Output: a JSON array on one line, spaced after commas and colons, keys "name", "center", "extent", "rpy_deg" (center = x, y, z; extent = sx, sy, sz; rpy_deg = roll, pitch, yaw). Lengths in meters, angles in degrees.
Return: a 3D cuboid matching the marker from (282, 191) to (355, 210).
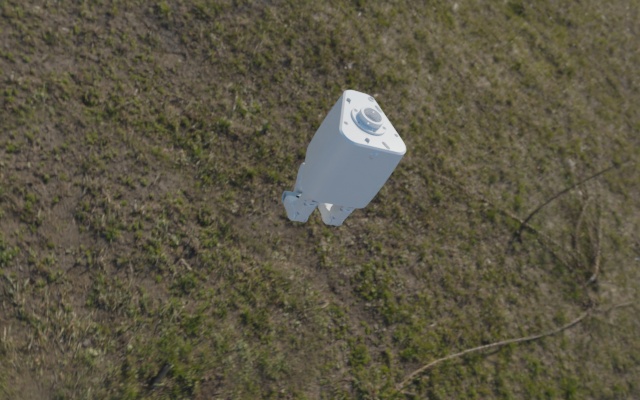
[{"name": "marker", "center": [0.000, 0.002, 0.725], "extent": [0.121, 0.020, 0.020], "rpy_deg": [8, -4, -26]}]
